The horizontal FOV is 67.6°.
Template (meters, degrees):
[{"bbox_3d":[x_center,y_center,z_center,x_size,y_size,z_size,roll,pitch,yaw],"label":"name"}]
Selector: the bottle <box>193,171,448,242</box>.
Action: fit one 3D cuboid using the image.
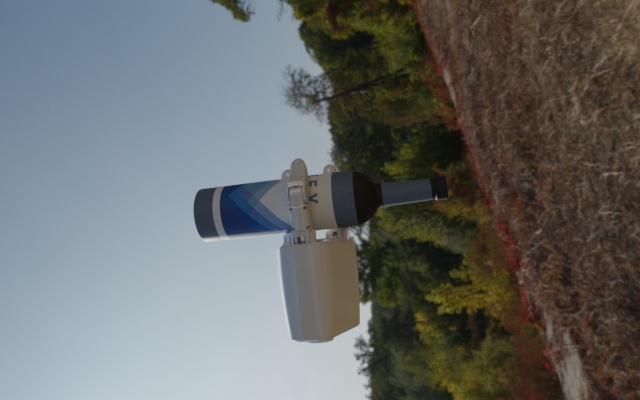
[{"bbox_3d":[0.000,0.002,0.571,0.296,0.069,0.069,-7,-1,9],"label":"bottle"}]
